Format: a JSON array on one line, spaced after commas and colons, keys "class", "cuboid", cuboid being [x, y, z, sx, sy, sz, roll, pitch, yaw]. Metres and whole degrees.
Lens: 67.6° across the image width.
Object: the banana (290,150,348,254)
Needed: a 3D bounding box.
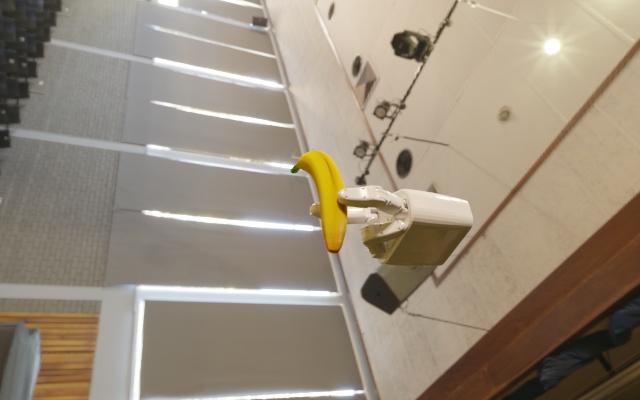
[{"class": "banana", "cuboid": [0.005, -0.015, 0.645, 0.037, 0.070, 0.197, 7, 33, -23]}]
